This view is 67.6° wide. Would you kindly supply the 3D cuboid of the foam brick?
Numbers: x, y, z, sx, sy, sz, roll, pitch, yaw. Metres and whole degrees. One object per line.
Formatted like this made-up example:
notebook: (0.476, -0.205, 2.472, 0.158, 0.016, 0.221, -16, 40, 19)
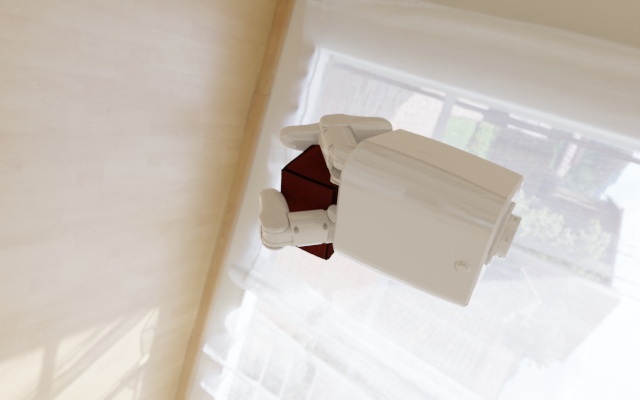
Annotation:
foam brick: (0.000, 0.001, 0.409, 0.051, 0.078, 0.053, 23, 41, 22)
